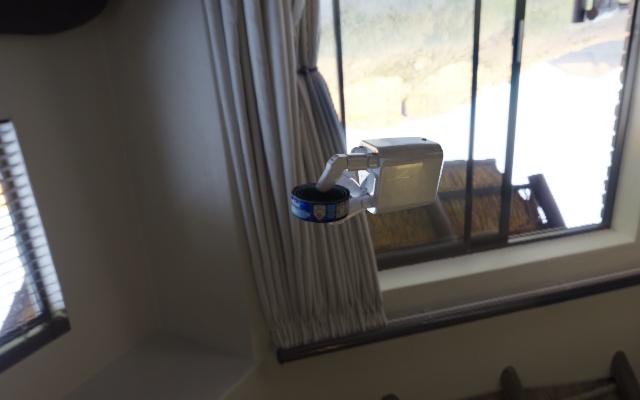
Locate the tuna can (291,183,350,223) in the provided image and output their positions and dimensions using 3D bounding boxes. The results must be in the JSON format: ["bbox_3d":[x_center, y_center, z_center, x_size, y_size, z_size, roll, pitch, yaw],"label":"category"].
[{"bbox_3d":[0.000,0.003,0.697,0.086,0.034,0.086,1,20,0],"label":"tuna can"}]
